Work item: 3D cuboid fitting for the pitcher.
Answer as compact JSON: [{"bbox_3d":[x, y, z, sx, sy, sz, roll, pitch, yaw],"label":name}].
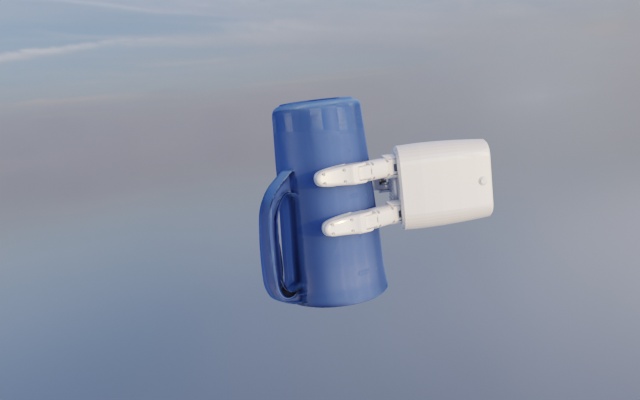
[{"bbox_3d":[0.000,0.002,0.584,0.145,0.243,0.149,-6,9,2],"label":"pitcher"}]
